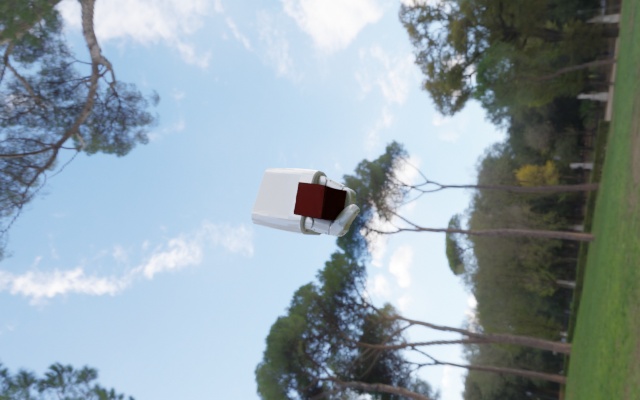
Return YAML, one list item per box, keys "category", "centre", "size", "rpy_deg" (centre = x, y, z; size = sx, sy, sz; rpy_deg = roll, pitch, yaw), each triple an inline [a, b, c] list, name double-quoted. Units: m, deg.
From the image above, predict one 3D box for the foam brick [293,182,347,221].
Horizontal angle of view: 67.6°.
- category: "foam brick"
  centre: [0.000, 0.002, 0.756]
  size: [0.051, 0.053, 0.078]
  rpy_deg: [10, 0, 27]
